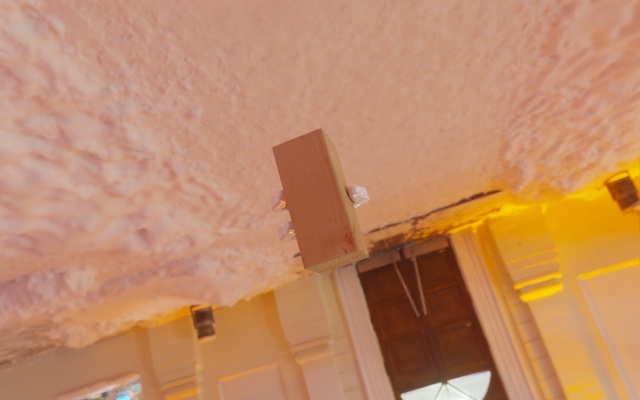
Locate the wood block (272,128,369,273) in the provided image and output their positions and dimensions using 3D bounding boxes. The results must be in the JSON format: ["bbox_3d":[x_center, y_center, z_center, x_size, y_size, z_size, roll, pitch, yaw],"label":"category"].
[{"bbox_3d":[0.001,0.003,0.773,0.091,0.206,0.090,-20,-18,11],"label":"wood block"}]
